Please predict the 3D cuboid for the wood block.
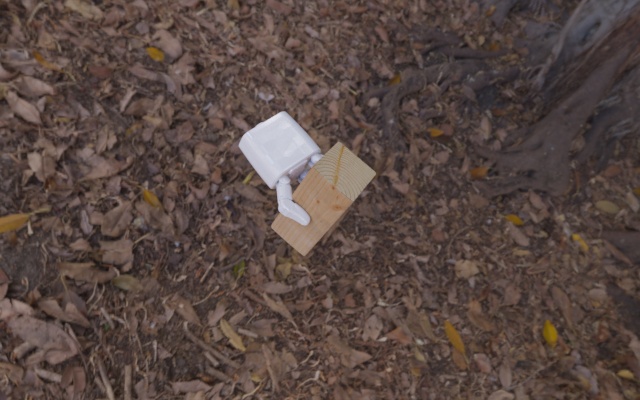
[{"bbox_3d":[0.000,0.003,0.875,0.090,0.090,0.206,-47,-3,-41],"label":"wood block"}]
